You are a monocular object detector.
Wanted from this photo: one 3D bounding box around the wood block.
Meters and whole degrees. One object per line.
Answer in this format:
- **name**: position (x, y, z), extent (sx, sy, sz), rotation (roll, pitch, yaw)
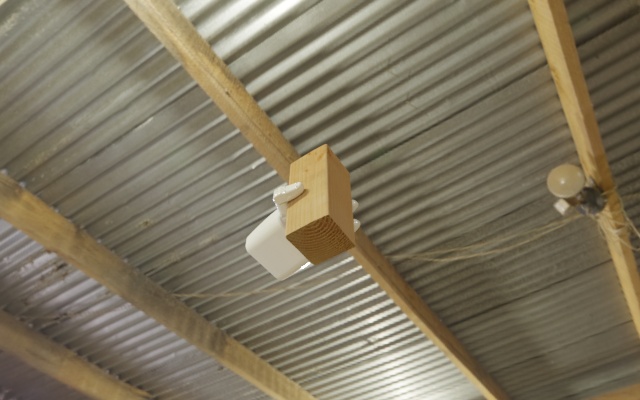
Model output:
- **wood block**: position (0.000, 0.003, 0.878), extent (0.090, 0.206, 0.091), rotation (-28, -55, 21)
